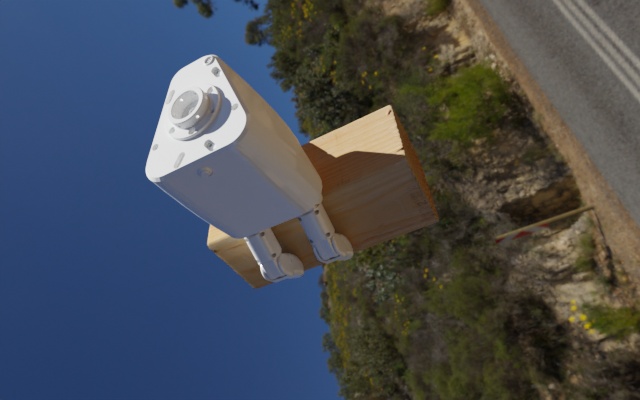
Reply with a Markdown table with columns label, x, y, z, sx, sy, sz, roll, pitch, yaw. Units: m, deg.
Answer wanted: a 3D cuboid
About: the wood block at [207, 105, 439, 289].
| label | x | y | z | sx | sy | sz | roll | pitch | yaw |
| --- | --- | --- | --- | --- | --- | --- | --- | --- | --- |
| wood block | 0.000 | 0.001 | 0.484 | 0.206 | 0.090 | 0.090 | -22 | -48 | 17 |
